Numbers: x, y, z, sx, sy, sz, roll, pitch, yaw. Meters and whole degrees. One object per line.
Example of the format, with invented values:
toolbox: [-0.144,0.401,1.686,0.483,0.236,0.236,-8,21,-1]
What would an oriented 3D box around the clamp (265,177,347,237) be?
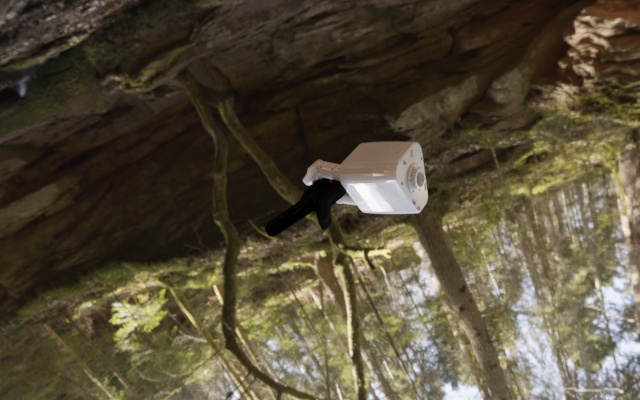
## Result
clamp: [0.000,0.003,0.768,0.120,0.039,0.171,3,37,40]
